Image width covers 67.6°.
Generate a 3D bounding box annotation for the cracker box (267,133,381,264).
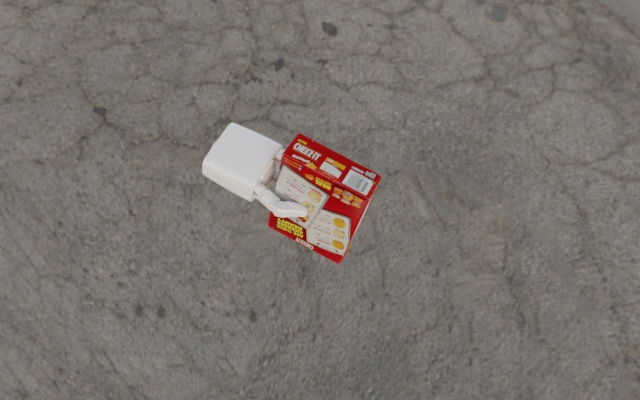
[{"bbox_3d":[0.000,0.003,0.868,0.164,0.072,0.214,28,-38,8],"label":"cracker box"}]
